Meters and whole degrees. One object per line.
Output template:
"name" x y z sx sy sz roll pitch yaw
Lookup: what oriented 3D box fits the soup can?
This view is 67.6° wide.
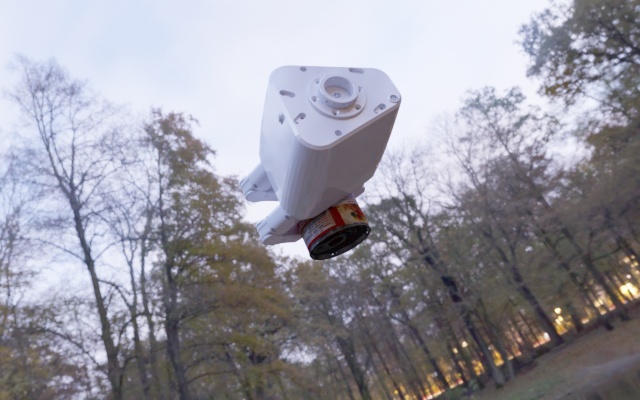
"soup can" 0.000 0.002 0.499 0.068 0.102 0.068 -21 -25 -11
